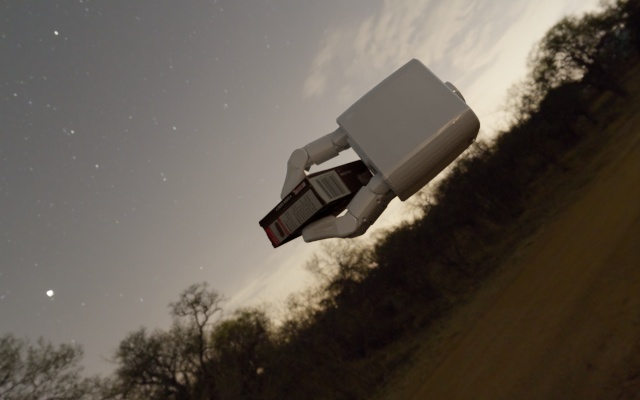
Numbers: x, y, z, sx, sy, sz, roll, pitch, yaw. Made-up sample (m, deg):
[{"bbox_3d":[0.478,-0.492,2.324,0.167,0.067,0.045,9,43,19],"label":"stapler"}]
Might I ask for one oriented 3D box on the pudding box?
[{"bbox_3d":[0.000,0.002,0.521,0.090,0.039,0.113,-42,-14,35],"label":"pudding box"}]
